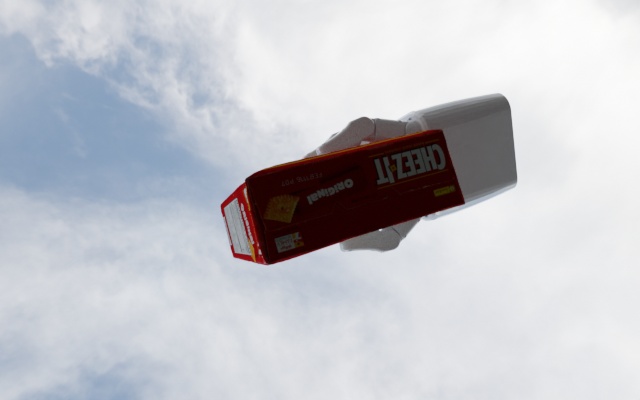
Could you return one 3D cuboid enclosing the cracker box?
[{"bbox_3d":[0.000,0.002,0.445,0.164,0.072,0.214,-16,-1,-17],"label":"cracker box"}]
